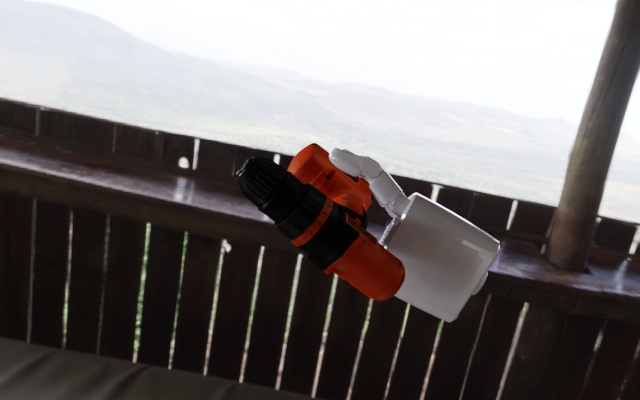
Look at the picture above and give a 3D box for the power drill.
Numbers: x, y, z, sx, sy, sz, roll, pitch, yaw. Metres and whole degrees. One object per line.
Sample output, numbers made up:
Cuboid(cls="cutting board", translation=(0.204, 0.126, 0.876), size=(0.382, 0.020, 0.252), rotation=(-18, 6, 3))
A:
Cuboid(cls="power drill", translation=(0.000, 0.002, 0.493), size=(0.184, 0.057, 0.187), rotation=(41, 17, -15))
